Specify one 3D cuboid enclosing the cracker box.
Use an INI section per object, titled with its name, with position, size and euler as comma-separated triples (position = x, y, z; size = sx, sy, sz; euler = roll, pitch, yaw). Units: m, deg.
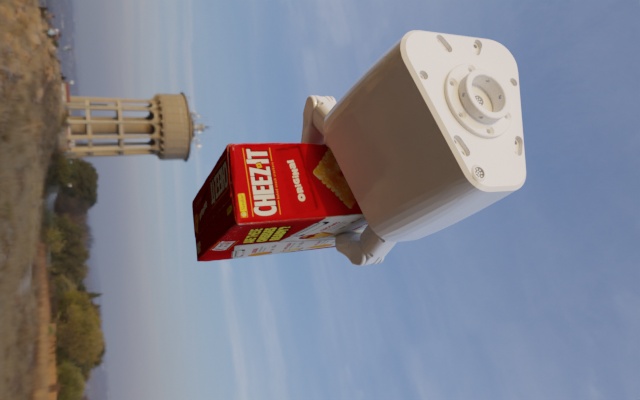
[cracker box]
position = 0.000, 0.002, 0.454
size = 0.213, 0.072, 0.164
euler = -3, -15, -26
